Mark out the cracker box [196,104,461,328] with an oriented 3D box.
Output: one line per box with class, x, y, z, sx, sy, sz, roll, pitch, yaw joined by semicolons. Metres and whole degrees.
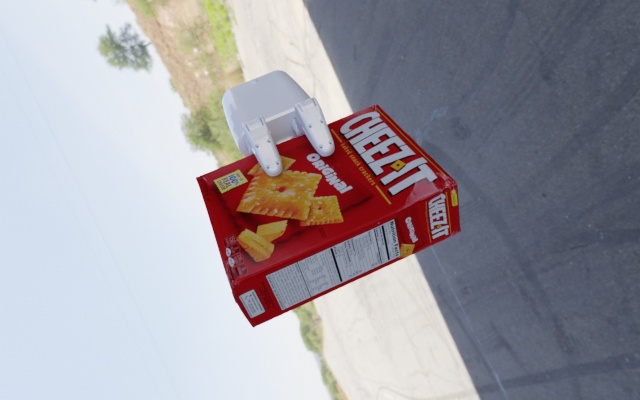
cracker box;0.000;0.002;0.469;0.213;0.072;0.164;-24;43;-7
